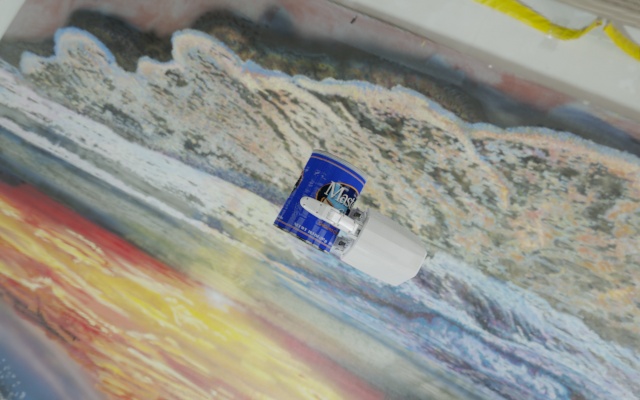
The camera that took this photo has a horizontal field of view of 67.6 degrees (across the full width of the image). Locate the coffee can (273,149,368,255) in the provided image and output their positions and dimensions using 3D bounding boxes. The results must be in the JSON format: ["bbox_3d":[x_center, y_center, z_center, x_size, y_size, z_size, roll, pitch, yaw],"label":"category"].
[{"bbox_3d":[0.000,0.002,0.776,0.103,0.140,0.103,28,-6,3],"label":"coffee can"}]
